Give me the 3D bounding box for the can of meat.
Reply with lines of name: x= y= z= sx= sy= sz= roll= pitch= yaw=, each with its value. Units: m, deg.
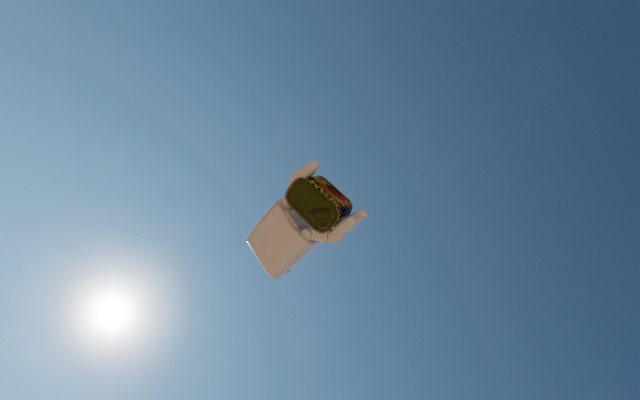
can of meat: x=0.000 y=0.003 z=0.841 sx=0.102 sy=0.057 sz=0.084 roll=43 pitch=21 yaw=12
